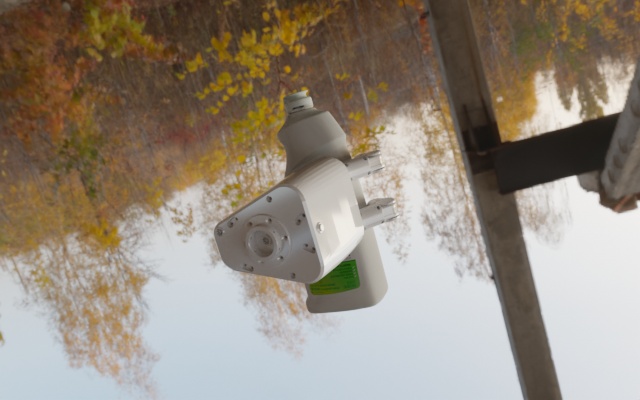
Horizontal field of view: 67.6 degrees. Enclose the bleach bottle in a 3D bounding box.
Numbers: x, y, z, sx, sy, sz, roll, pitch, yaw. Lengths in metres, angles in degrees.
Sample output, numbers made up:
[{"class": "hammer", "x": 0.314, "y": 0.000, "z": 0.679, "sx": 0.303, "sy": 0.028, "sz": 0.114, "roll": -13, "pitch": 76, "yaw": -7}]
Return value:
[{"class": "bleach bottle", "x": 0.000, "y": 0.002, "z": 0.553, "sx": 0.102, "sy": 0.251, "sz": 0.068, "roll": -12, "pitch": 10, "yaw": 26}]
